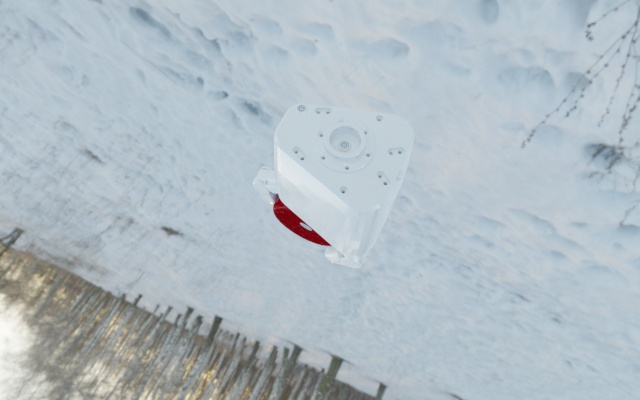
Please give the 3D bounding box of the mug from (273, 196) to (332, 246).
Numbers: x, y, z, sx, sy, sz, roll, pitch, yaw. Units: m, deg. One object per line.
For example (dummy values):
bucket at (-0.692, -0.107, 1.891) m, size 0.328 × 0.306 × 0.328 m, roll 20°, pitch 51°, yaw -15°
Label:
mug at (0.000, 0.003, 0.543) m, size 0.093 × 0.081 × 0.117 m, roll 25°, pitch -22°, yaw 11°
